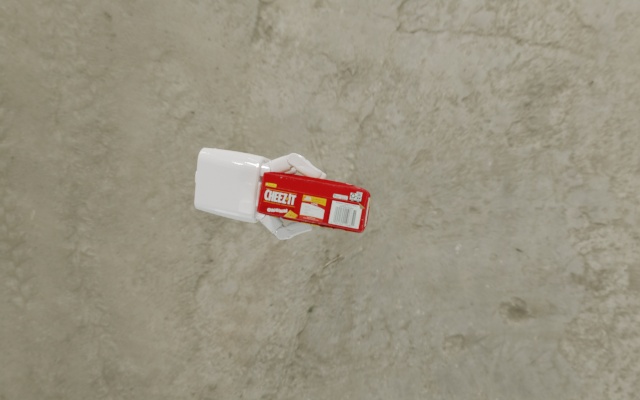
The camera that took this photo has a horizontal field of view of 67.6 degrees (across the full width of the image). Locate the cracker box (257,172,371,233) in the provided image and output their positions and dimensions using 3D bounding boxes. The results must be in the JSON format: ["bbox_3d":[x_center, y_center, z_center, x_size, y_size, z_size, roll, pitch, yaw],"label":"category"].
[{"bbox_3d":[0.000,0.003,0.804,0.164,0.072,0.213,10,1,7],"label":"cracker box"}]
